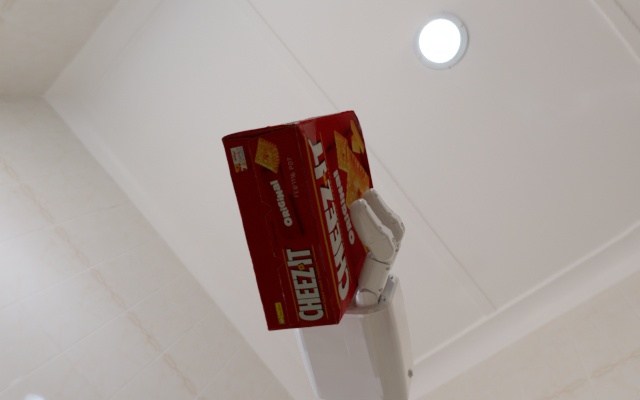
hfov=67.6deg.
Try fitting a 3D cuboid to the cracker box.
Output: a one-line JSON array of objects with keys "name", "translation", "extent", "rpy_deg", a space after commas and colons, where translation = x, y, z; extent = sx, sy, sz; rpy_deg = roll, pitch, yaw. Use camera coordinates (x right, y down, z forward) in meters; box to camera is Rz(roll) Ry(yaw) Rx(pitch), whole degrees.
[{"name": "cracker box", "translation": [0.000, 0.002, 0.465], "extent": [0.072, 0.164, 0.213], "rpy_deg": [-9, 10, 18]}]
